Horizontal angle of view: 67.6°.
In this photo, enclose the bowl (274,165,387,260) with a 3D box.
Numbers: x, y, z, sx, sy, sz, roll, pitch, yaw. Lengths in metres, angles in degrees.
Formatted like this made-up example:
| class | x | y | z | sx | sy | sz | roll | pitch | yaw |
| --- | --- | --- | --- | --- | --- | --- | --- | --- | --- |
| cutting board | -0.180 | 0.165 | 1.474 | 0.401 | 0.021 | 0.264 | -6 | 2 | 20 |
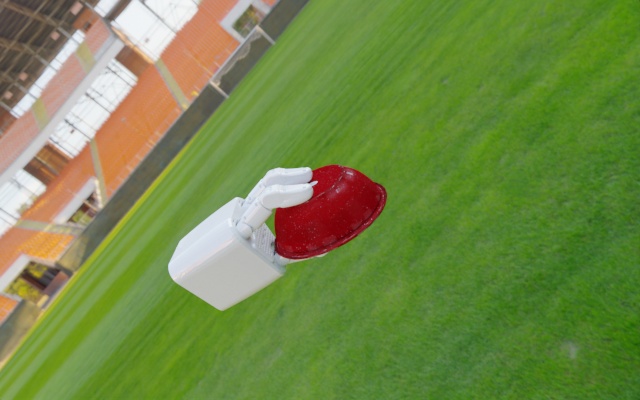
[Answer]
| class | x | y | z | sx | sy | sz | roll | pitch | yaw |
| --- | --- | --- | --- | --- | --- | --- | --- | --- | --- |
| bowl | 0.001 | 0.001 | 0.604 | 0.162 | 0.055 | 0.162 | -24 | 23 | 11 |
